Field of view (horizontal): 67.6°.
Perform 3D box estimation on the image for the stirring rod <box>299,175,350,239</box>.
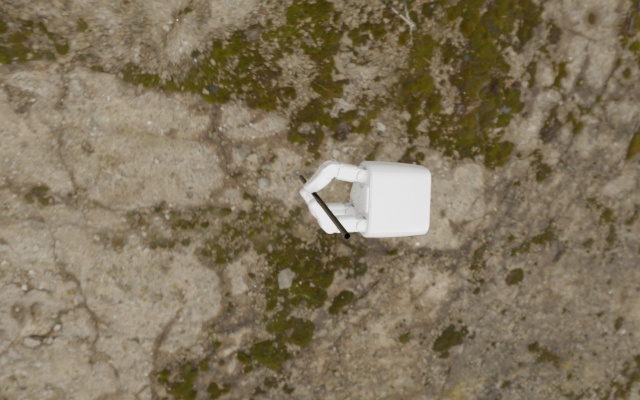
[{"bbox_3d":[0.000,0.002,0.685,0.011,0.011,0.239,0,20,-17],"label":"stirring rod"}]
